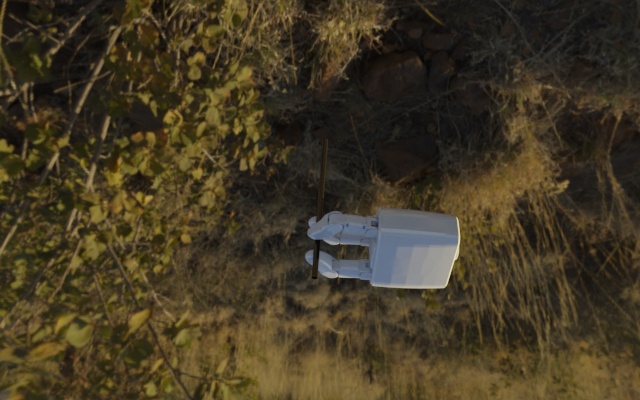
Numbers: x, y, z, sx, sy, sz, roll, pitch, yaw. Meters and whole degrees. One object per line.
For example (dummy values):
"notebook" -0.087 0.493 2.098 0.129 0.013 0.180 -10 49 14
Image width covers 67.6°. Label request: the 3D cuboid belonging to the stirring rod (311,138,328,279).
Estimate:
"stirring rod" 0.000 0.002 0.689 0.011 0.239 0.011 3 -35 2
